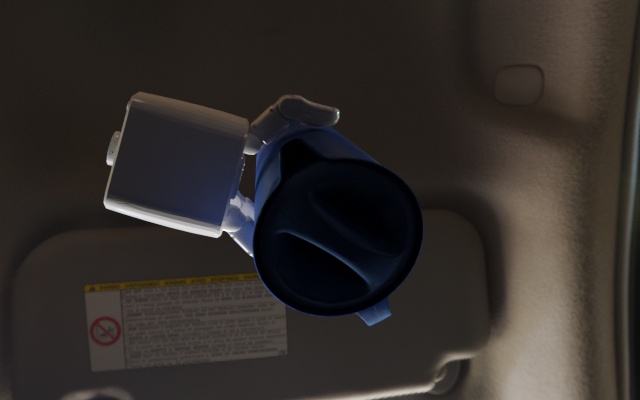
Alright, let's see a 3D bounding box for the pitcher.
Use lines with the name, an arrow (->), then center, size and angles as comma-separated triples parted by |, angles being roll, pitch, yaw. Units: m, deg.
pitcher -> 0.000, 0.001, 0.471 | 0.145, 0.149, 0.242 | 14, 17, -15
